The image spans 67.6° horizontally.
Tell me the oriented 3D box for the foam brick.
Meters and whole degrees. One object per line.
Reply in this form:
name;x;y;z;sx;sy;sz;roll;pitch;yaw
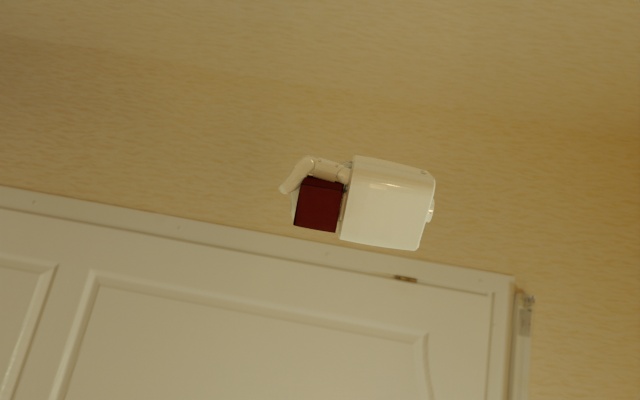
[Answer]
foam brick;0.000;0.002;0.588;0.051;0.053;0.078;11;13;2
